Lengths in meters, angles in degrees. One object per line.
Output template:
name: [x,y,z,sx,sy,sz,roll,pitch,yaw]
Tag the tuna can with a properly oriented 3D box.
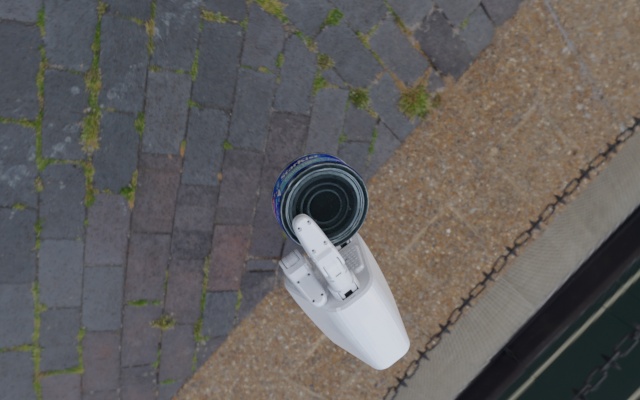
tuna can: [0.000,0.002,0.437,0.086,0.086,0.033,0,19,-18]
